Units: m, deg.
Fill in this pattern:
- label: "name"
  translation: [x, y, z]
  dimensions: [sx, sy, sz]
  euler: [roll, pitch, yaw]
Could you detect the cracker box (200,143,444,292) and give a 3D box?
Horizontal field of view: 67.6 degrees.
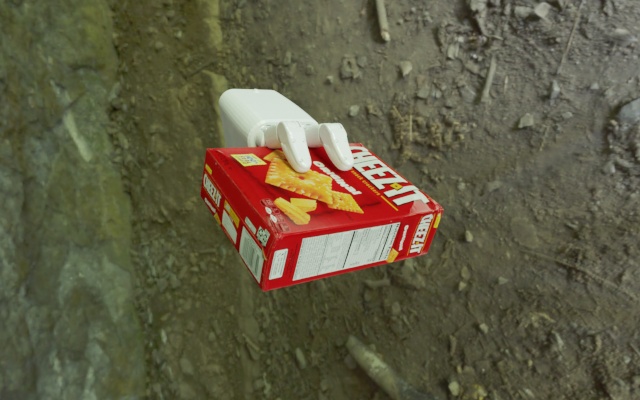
- label: "cracker box"
  translation: [0.000, 0.002, 0.524]
  dimensions: [0.213, 0.072, 0.164]
  euler: [-7, 37, -34]
